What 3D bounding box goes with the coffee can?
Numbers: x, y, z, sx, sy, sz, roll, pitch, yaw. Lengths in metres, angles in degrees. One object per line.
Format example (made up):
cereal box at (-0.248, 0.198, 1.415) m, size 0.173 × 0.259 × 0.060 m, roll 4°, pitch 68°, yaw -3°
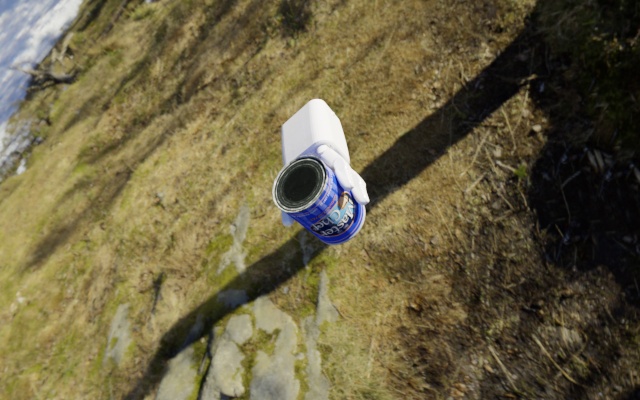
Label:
coffee can at (0.000, 0.003, 0.804) m, size 0.103 × 0.102 × 0.140 m, roll 0°, pitch -25°, yaw 33°
